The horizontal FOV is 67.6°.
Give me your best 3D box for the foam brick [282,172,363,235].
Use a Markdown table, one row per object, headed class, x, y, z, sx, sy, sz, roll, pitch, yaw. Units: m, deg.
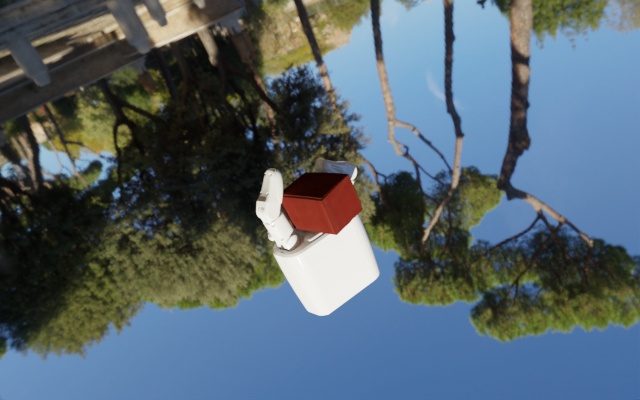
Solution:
| class | x | y | z | sx | sy | sz | roll | pitch | yaw |
| --- | --- | --- | --- | --- | --- | --- | --- | --- | --- |
| foam brick | 0.000 | 0.002 | 0.564 | 0.078 | 0.051 | 0.053 | 6 | 38 | 47 |
